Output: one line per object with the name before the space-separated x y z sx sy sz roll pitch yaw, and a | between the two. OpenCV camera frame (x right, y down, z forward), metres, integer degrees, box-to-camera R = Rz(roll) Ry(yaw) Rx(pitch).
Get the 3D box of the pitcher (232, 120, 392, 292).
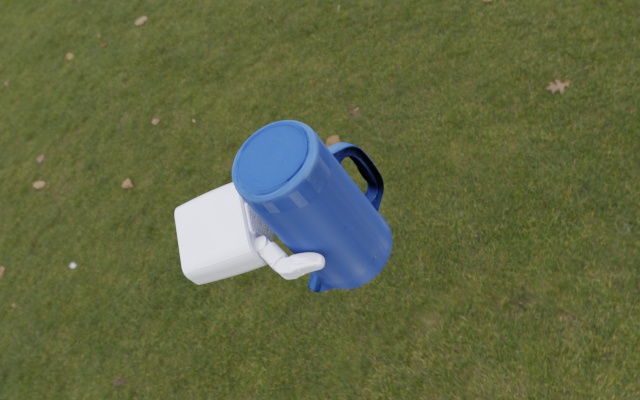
pitcher | 0.000 0.002 0.611 0.145 0.149 0.243 -19 -37 15
